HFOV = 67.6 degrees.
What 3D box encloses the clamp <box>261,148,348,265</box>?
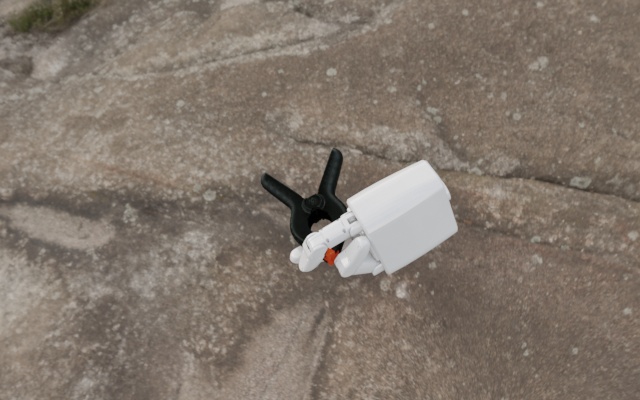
[{"bbox_3d":[0.000,0.002,0.636,0.120,0.171,0.039,-30,-33,0],"label":"clamp"}]
